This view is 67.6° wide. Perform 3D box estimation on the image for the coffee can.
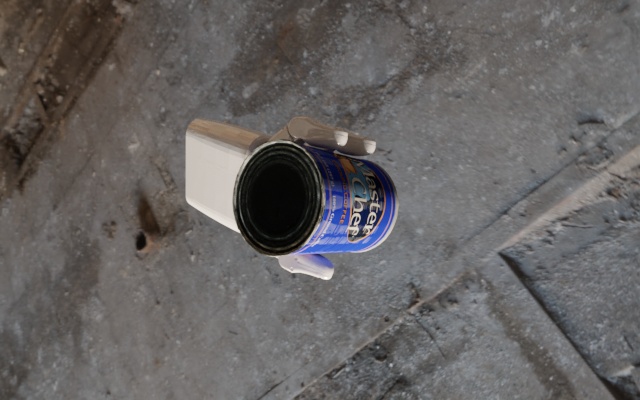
[{"bbox_3d":[0.000,0.002,0.468,0.103,0.103,0.140,0,-3,34],"label":"coffee can"}]
